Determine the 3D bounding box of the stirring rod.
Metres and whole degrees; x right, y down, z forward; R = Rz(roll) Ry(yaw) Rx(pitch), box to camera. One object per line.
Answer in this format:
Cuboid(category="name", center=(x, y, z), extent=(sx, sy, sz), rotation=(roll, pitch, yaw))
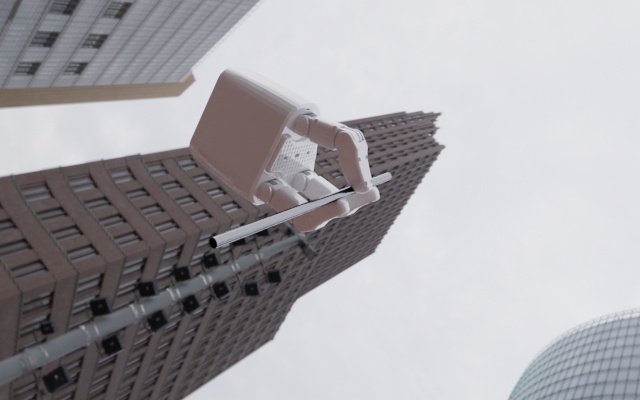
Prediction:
Cuboid(category="stirring rod", center=(0.000, 0.001, 0.409), extent=(0.011, 0.011, 0.239), rotation=(0, 13, 37))
